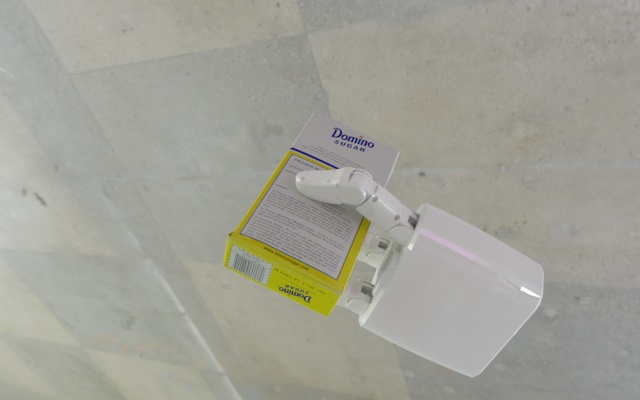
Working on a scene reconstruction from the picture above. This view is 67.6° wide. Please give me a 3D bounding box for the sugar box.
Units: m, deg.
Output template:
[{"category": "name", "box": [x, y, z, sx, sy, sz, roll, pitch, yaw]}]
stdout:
[{"category": "sugar box", "box": [0.000, 0.002, 0.410, 0.093, 0.048, 0.176, 26, 45, 3]}]
